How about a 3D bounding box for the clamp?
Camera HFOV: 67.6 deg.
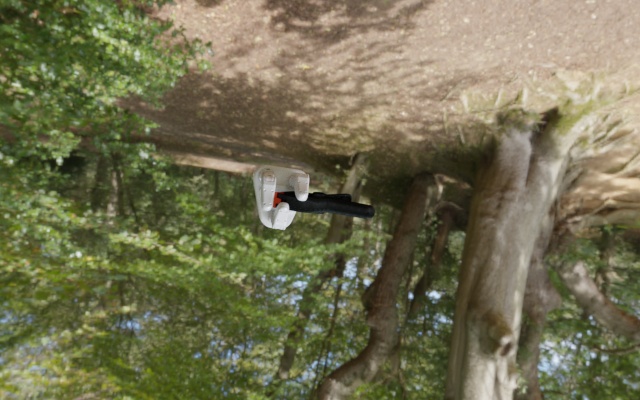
[{"bbox_3d":[0.000,0.003,0.842,0.171,0.039,0.120,8,4,-11],"label":"clamp"}]
